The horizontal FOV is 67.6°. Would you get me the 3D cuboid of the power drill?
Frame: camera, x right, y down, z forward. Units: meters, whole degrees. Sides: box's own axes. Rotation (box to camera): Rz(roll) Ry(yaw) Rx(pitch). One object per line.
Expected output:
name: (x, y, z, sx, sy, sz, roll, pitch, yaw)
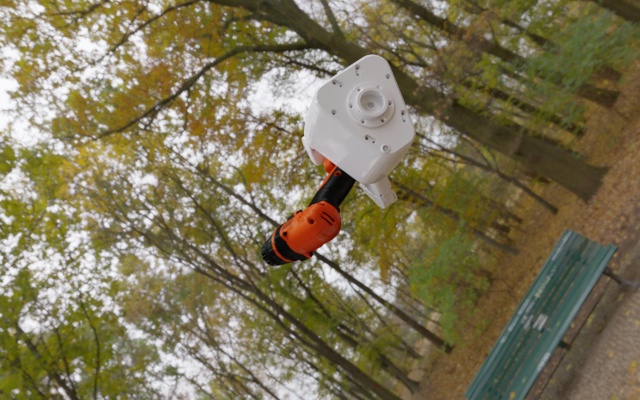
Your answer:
power drill: (0.000, 0.002, 0.647, 0.057, 0.187, 0.184, 39, -31, -12)
